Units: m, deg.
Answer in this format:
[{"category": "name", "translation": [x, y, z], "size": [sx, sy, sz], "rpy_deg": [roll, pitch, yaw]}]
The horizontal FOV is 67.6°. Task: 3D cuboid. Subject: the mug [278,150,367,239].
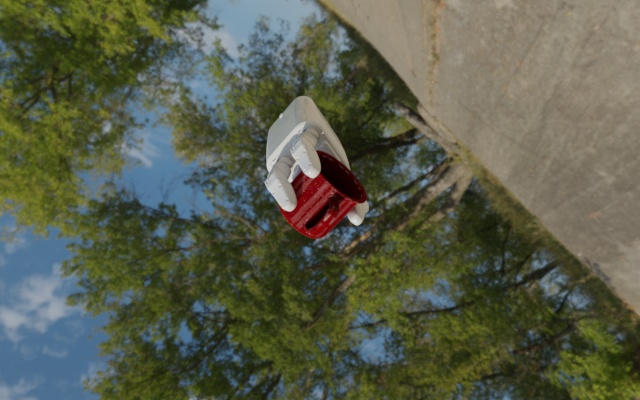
[{"category": "mug", "translation": [0.000, 0.003, 0.612], "size": [0.093, 0.081, 0.117], "rpy_deg": [33, 25, -23]}]
